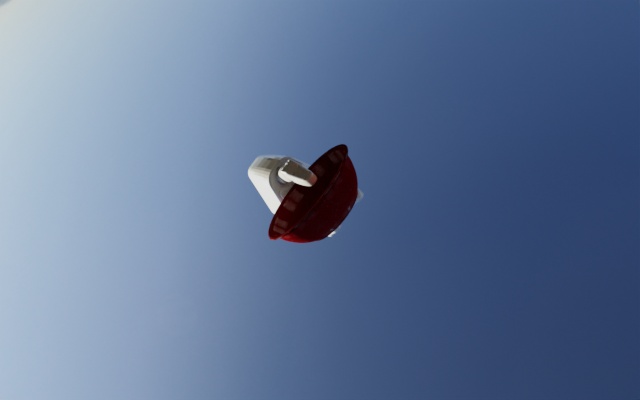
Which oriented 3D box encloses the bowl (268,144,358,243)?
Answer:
[{"bbox_3d":[0.001,0.003,0.648,0.055,0.162,0.162,39,-13,-16],"label":"bowl"}]
